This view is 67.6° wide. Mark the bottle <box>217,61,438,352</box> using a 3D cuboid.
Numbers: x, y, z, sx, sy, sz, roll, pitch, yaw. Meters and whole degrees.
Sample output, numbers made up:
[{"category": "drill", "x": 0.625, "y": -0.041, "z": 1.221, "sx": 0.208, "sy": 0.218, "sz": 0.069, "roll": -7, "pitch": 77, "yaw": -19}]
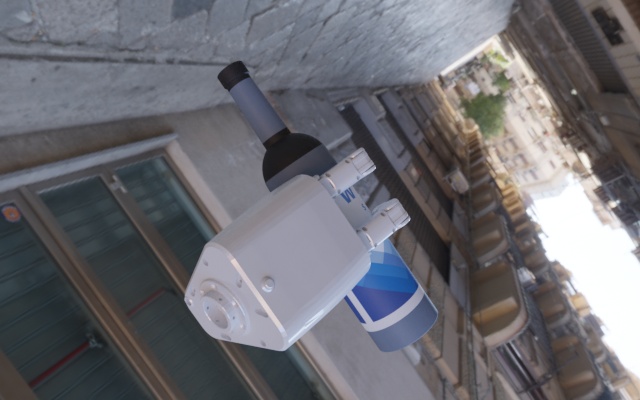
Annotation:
[{"category": "bottle", "x": 0.000, "y": 0.002, "z": 0.444, "sx": 0.069, "sy": 0.296, "sz": 0.069, "roll": -34, "pitch": 4, "yaw": 2}]
